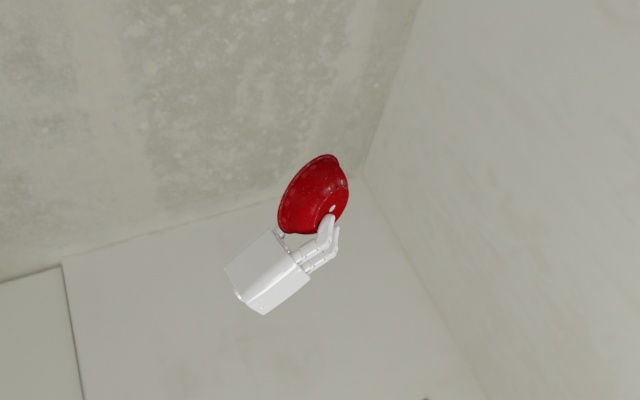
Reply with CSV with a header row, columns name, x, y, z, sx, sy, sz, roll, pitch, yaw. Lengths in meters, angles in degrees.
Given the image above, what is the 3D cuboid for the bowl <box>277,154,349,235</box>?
name,x,y,z,sx,sy,sz,roll,pitch,yaw
bowl,0.001,0.002,0.828,0.055,0.162,0.162,34,16,26
